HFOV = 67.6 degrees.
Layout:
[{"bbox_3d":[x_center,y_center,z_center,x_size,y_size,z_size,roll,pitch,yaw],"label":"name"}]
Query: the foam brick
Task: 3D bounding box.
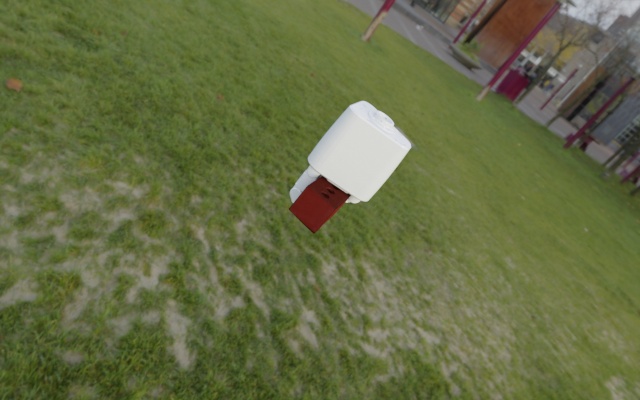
[{"bbox_3d":[0.000,0.002,0.697,0.053,0.051,0.078,43,26,4],"label":"foam brick"}]
